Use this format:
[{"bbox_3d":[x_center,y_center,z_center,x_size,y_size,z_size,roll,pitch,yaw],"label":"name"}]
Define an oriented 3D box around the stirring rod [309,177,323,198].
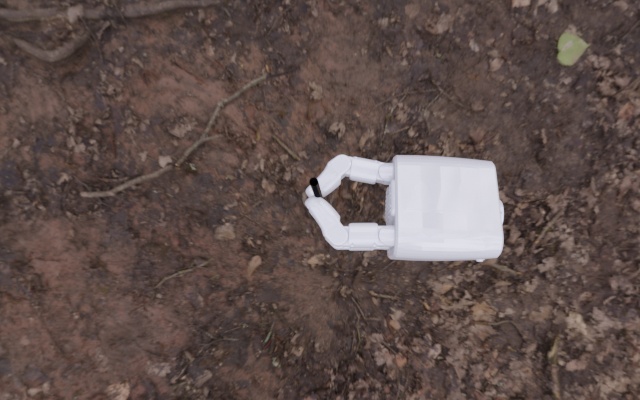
[{"bbox_3d":[0.000,0.002,0.541,0.011,0.011,0.239,0,-9,3],"label":"stirring rod"}]
